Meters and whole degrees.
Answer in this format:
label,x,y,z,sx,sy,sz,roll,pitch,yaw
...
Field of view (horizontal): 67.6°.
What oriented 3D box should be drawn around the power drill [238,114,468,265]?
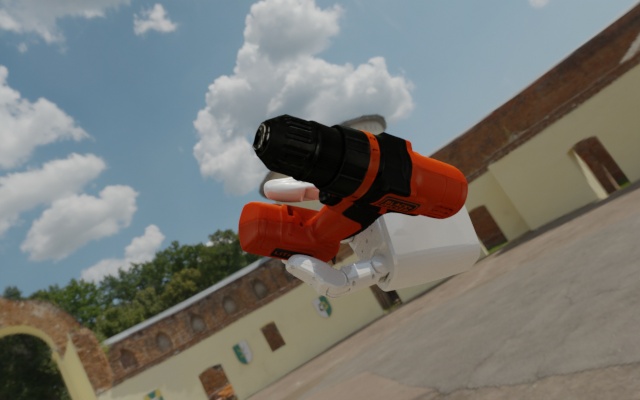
label,x,y,z,sx,sy,sz,roll,pitch,yaw
power drill,0.000,0.002,0.410,0.184,0.057,0.188,15,-27,-29
